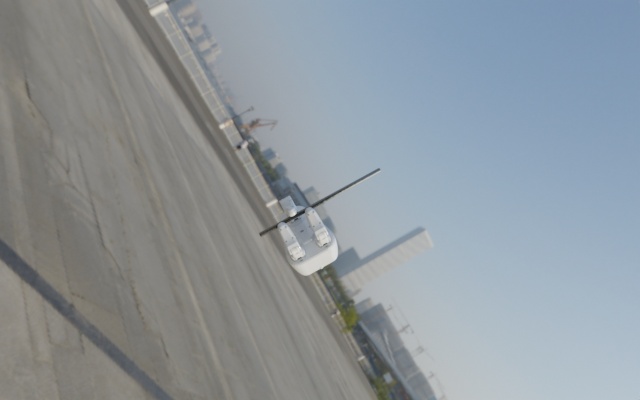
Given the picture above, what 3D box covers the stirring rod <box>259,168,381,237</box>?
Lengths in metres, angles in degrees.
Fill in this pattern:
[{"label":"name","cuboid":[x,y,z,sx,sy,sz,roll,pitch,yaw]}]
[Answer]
[{"label":"stirring rod","cuboid":[0.000,0.003,0.838,0.239,0.011,0.011,-29,2,-4]}]
